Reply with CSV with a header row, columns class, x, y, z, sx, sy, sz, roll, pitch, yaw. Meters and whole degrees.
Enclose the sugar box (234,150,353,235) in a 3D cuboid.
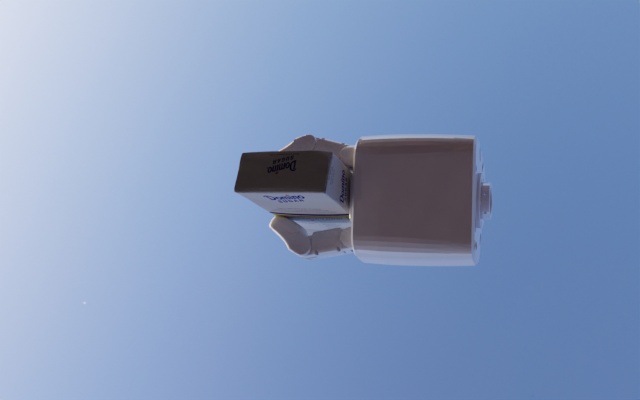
class,x,y,z,sx,sy,sz,roll,pitch,yaw
sugar box,0.000,0.001,0.486,0.093,0.048,0.176,1,-20,24
